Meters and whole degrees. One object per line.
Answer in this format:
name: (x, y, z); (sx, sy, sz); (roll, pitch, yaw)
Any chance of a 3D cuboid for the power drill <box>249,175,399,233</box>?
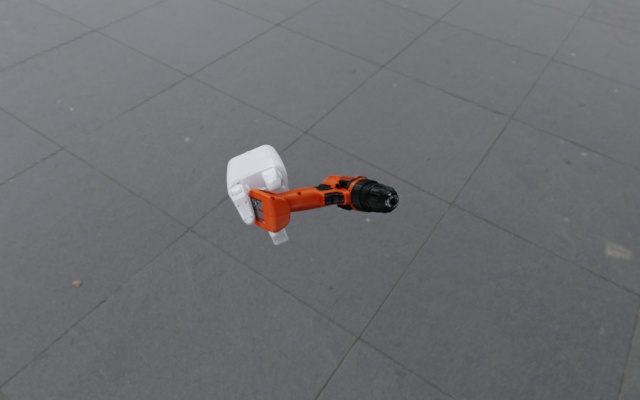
power drill: (0.000, 0.002, 0.718); (0.187, 0.057, 0.184); (-10, 10, -26)
